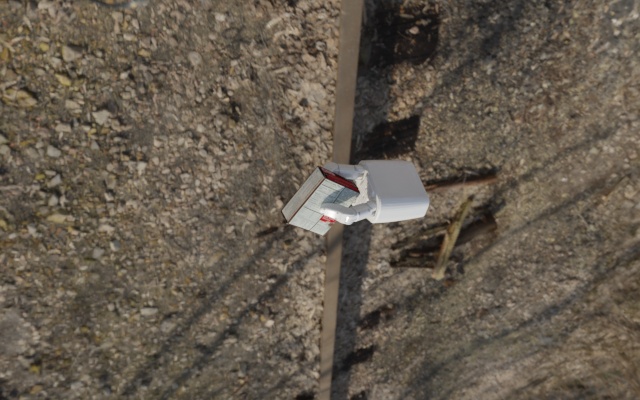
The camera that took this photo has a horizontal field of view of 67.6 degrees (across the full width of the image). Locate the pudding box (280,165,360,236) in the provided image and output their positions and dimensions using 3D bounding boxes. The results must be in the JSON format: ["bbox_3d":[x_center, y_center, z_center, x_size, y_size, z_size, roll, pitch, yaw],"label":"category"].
[{"bbox_3d":[0.000,0.003,0.826,0.090,0.113,0.039,23,25,-39],"label":"pudding box"}]
